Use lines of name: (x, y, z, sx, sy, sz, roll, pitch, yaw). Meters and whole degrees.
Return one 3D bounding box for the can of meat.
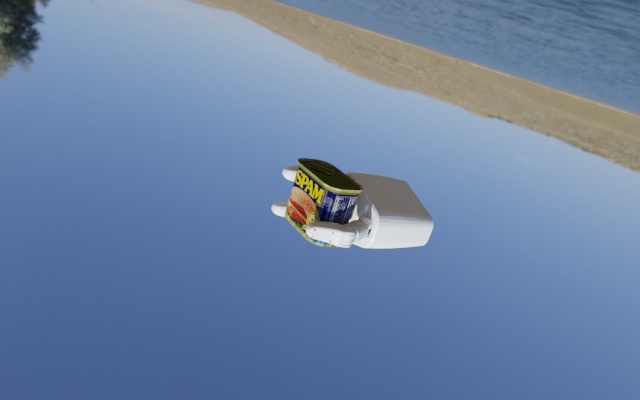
can of meat: (0.000, 0.002, 0.631, 0.057, 0.084, 0.102, 2, 25, -35)
